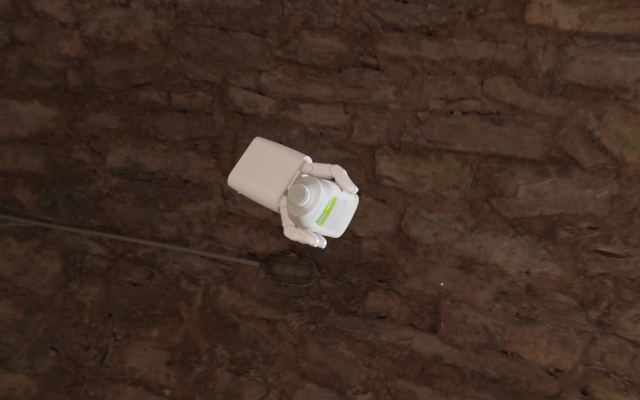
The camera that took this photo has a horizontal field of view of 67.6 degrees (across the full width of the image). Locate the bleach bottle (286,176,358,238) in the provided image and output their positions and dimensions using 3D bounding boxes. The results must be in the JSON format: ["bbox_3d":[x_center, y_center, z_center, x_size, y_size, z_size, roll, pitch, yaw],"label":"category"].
[{"bbox_3d":[0.000,0.003,0.800,0.068,0.102,0.251,24,-3,17],"label":"bleach bottle"}]
